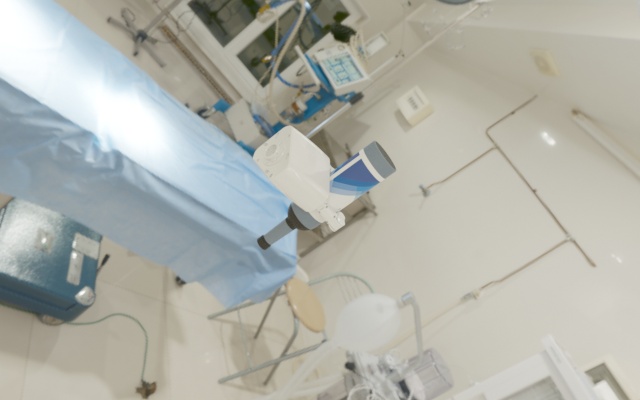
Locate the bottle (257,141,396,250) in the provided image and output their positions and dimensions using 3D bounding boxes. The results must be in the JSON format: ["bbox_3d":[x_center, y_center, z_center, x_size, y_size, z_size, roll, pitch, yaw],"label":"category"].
[{"bbox_3d":[0.000,0.003,0.882,0.296,0.069,0.069,-36,-12,17],"label":"bottle"}]
